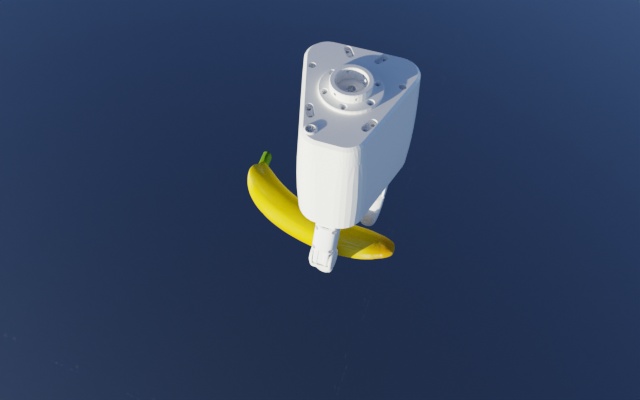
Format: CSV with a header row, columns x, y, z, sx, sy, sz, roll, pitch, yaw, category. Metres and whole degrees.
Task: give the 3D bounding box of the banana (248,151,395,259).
x,y,z,sx,sy,sz,roll,pitch,yaw,category
-0.015,0.011,0.510,0.197,0.069,0.037,38,-28,23,banana
